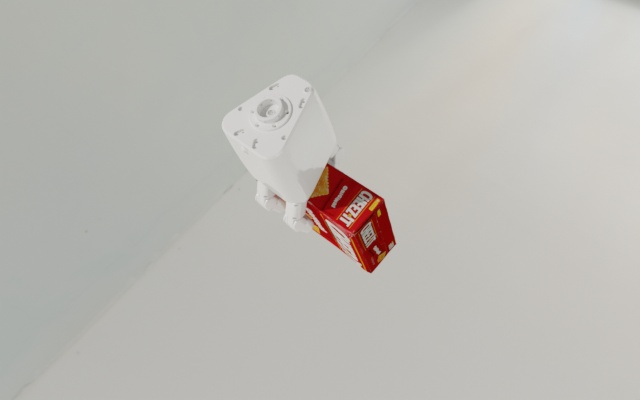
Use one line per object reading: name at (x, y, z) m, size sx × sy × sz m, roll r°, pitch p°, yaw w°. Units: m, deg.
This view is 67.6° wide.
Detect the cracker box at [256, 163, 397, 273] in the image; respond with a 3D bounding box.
cracker box at (0.000, 0.002, 0.703) m, size 0.213 × 0.072 × 0.164 m, roll 35°, pitch -12°, yaw 27°
